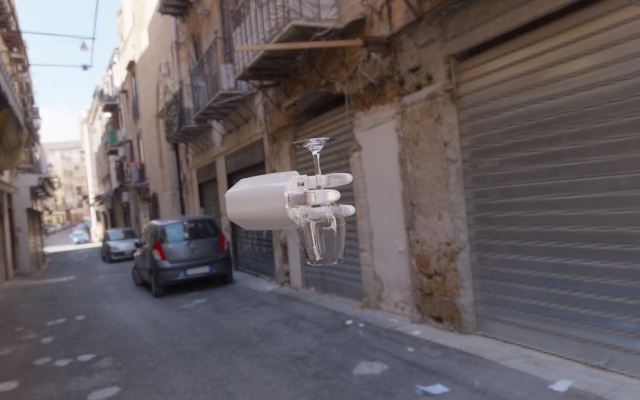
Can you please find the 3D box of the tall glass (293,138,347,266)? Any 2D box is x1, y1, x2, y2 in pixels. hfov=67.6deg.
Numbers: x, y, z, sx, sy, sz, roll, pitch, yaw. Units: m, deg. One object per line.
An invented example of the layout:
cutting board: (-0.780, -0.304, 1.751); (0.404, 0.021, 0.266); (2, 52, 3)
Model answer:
tall glass: (0.000, 0.002, 0.783); (0.079, 0.201, 0.079); (-6, 0, 0)
